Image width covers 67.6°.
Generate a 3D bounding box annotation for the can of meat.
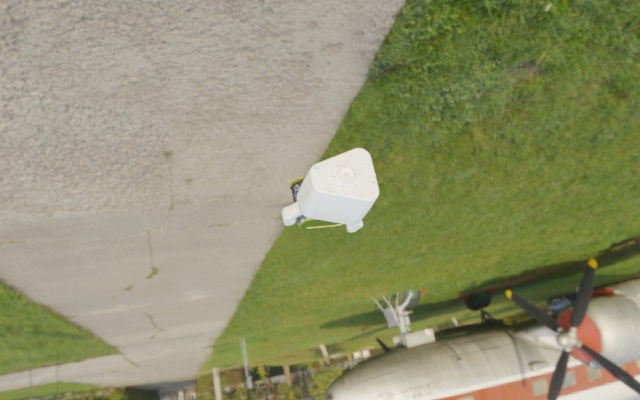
[{"bbox_3d":[0.000,0.003,0.883,0.102,0.084,0.057,-4,-21,-19],"label":"can of meat"}]
